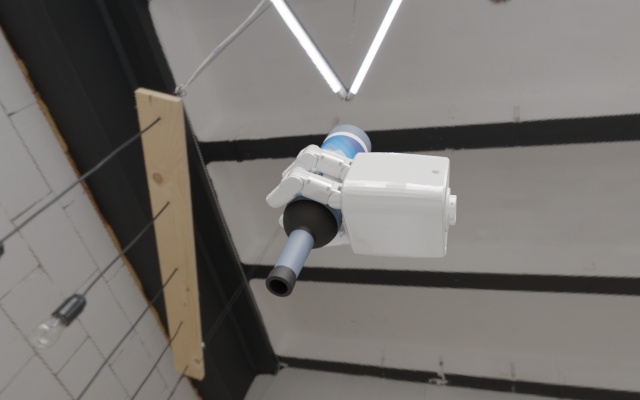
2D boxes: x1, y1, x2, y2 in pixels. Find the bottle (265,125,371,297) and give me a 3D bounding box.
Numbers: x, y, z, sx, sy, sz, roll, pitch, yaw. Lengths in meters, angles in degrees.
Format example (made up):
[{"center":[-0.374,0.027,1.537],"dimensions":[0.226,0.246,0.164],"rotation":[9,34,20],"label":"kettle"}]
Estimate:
[{"center":[0.000,0.002,0.572],"dimensions":[0.069,0.069,0.295],"rotation":[0,33,19],"label":"bottle"}]
